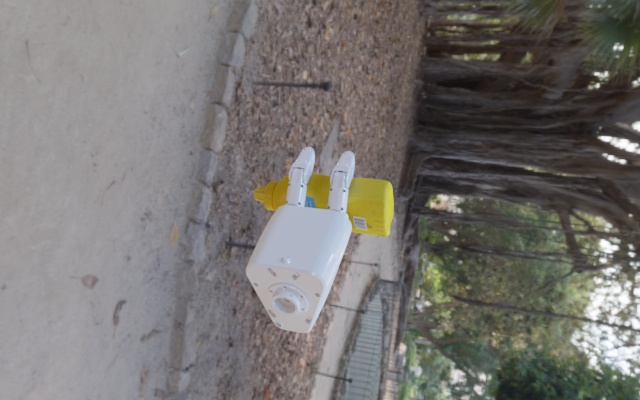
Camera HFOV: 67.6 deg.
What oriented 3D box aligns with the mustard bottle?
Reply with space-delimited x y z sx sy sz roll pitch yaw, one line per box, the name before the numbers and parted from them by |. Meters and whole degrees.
mustard bottle | 0.000 0.002 0.649 0.191 0.058 0.096 7 -29 15
